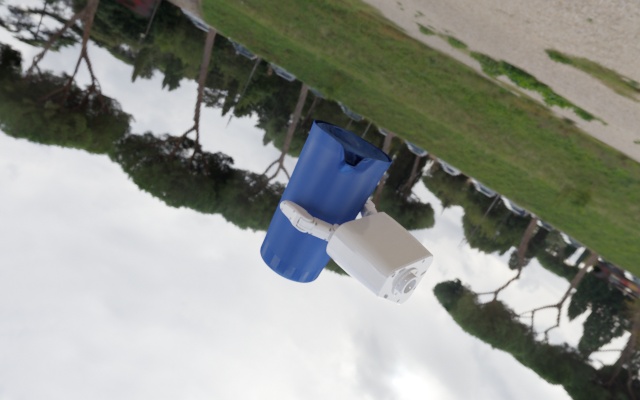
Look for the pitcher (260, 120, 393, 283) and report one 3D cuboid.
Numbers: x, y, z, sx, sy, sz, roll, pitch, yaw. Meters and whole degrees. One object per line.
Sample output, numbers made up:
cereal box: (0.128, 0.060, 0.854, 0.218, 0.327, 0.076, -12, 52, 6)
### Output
pitcher: (0.000, 0.003, 0.764, 0.149, 0.243, 0.145, 6, 28, -51)
